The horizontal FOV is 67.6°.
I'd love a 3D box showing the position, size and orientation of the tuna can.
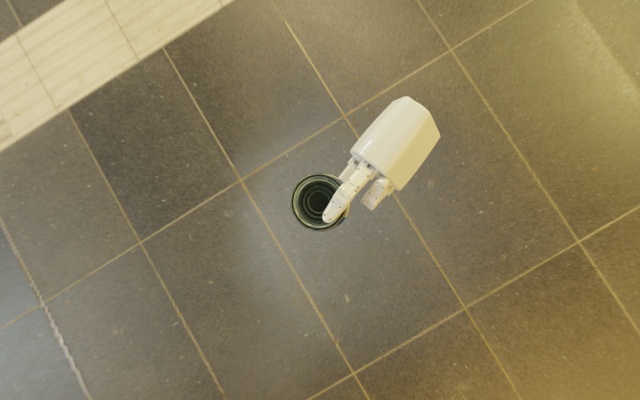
[{"bbox_3d":[0.000,0.002,0.693,0.086,0.086,0.034,0,0,10],"label":"tuna can"}]
